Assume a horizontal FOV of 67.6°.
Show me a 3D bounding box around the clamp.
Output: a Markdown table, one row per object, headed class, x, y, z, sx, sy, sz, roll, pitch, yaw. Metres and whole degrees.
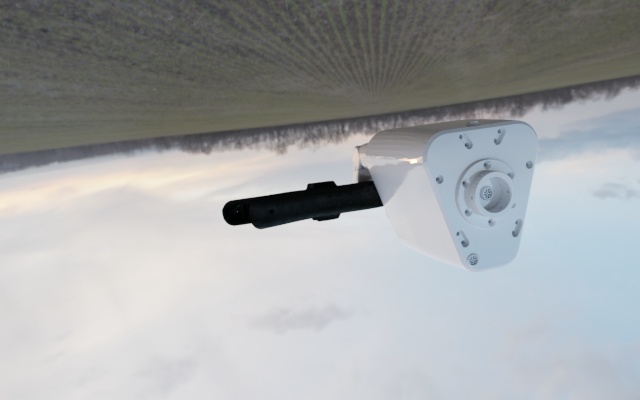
| class | x | y | z | sx | sy | sz | roll | pitch | yaw |
| --- | --- | --- | --- | --- | --- | --- | --- | --- | --- |
| clamp | 0.000 | 0.002 | 0.428 | 0.171 | 0.039 | 0.120 | -11 | 8 | -13 |
